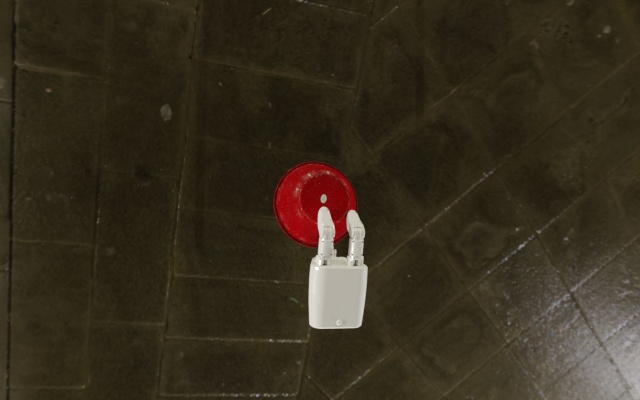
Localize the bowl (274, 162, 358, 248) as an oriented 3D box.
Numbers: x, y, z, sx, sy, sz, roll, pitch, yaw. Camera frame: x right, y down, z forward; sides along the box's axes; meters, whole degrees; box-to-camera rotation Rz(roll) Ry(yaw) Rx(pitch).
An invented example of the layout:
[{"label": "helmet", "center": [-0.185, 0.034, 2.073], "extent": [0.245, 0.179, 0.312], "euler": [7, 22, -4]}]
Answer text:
[{"label": "bowl", "center": [0.000, 0.001, 0.859], "extent": [0.162, 0.162, 0.055], "euler": [0, -9, -16]}]
